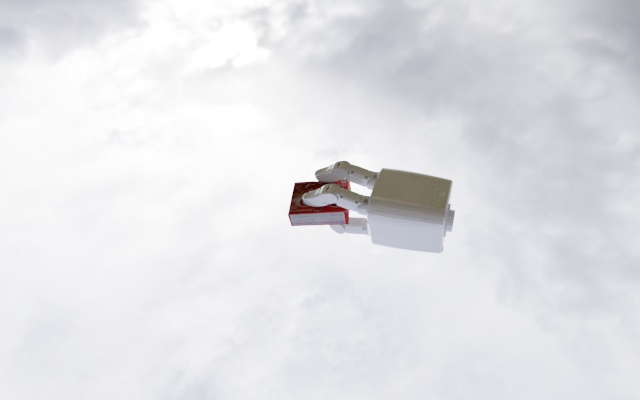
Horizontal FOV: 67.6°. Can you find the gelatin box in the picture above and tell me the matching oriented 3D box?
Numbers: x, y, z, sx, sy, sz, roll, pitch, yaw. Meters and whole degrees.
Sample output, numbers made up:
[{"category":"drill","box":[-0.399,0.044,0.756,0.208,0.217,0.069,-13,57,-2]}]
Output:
[{"category":"gelatin box","box":[0.000,0.003,0.722,0.089,0.030,0.073,-3,43,10]}]
